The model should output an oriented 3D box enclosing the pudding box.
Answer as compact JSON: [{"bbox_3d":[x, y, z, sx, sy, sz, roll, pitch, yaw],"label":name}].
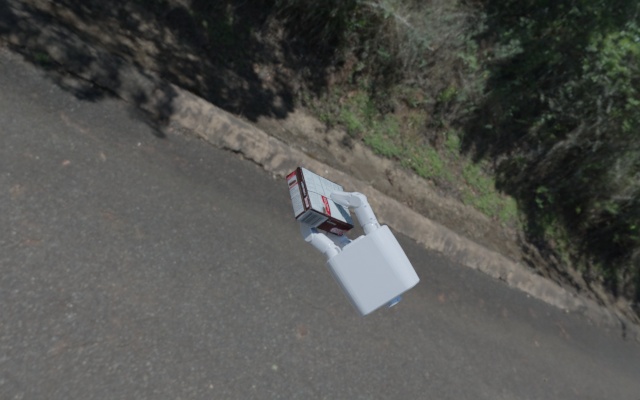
[{"bbox_3d":[0.000,0.003,0.799,0.039,0.090,0.113,-36,-39,27],"label":"pudding box"}]
